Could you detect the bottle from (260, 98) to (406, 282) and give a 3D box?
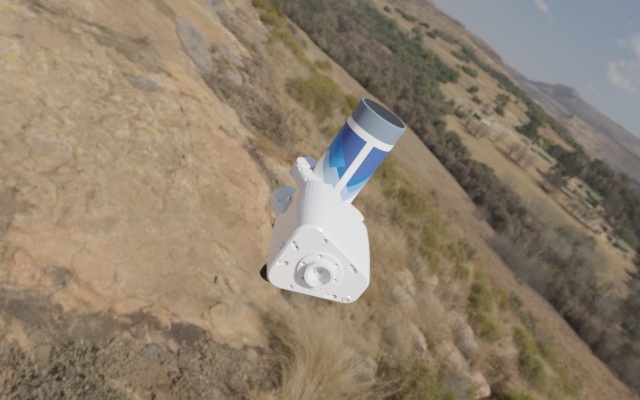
[{"bbox_3d":[0.000,0.002,0.647,0.069,0.296,0.069,29,25,-15],"label":"bottle"}]
